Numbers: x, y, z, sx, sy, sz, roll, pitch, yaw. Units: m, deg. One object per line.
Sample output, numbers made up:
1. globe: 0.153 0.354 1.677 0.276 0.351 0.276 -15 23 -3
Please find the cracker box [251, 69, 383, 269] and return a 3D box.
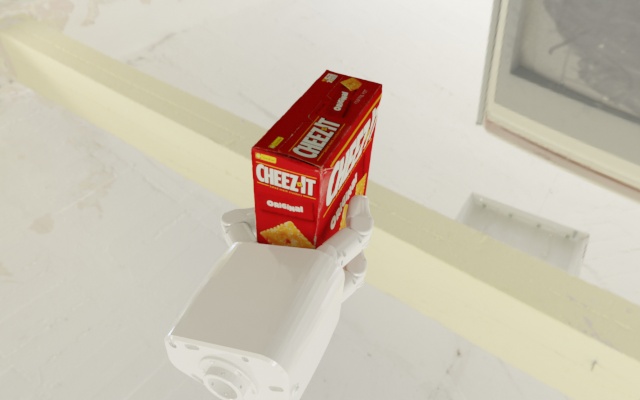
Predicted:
1. cracker box: 0.000 0.002 0.491 0.072 0.214 0.164 17 42 14
